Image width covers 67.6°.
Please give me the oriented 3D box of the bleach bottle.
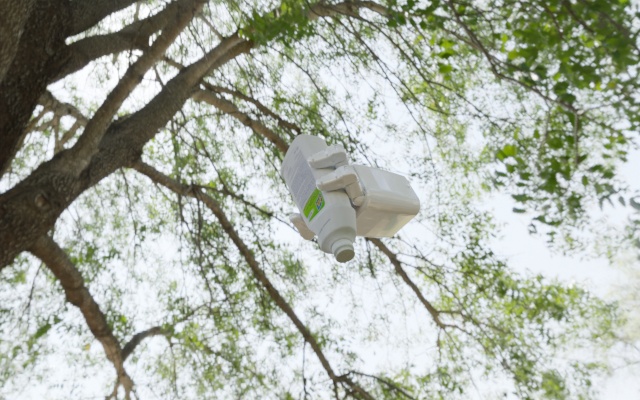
[{"bbox_3d":[0.000,0.002,0.756,0.068,0.103,0.250,8,37,-26],"label":"bleach bottle"}]
